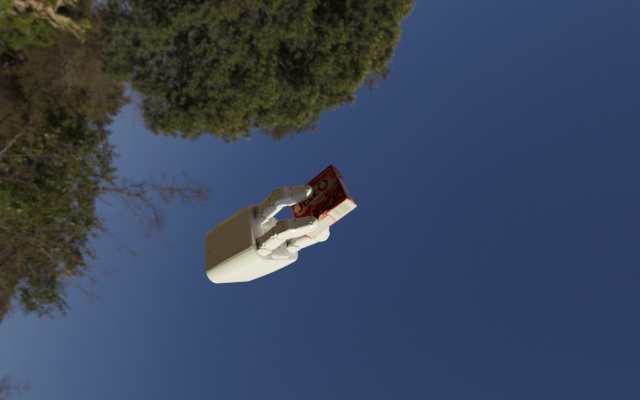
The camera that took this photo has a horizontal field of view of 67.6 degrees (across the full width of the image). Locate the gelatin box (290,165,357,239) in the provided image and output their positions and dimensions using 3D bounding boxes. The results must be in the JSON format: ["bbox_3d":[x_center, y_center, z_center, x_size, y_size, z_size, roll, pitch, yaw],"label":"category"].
[{"bbox_3d":[0.001,0.002,0.701,0.089,0.073,0.030,-37,-42,16],"label":"gelatin box"}]
